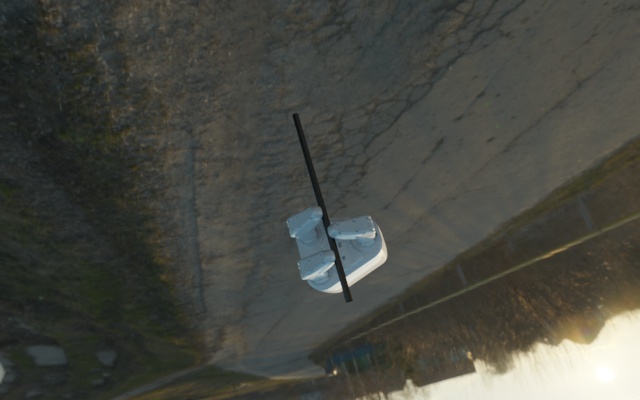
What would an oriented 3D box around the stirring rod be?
[{"bbox_3d":[0.000,0.002,0.564,0.011,0.239,0.011,-15,-18,-5],"label":"stirring rod"}]
